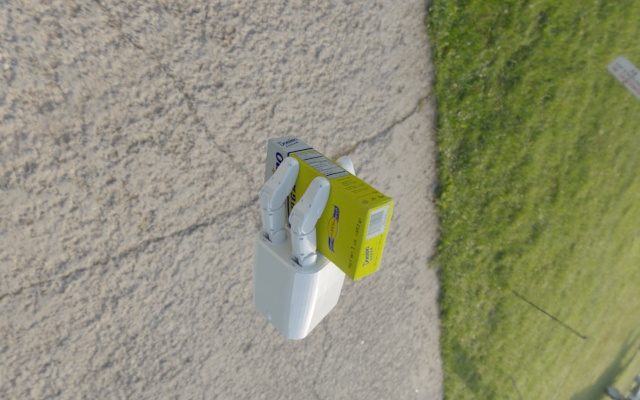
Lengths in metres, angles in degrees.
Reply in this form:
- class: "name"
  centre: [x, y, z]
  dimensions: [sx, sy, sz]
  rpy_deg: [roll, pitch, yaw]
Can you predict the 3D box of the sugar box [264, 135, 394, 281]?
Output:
- class: "sugar box"
  centre: [0.000, 0.002, 0.543]
  dimensions: [0.048, 0.093, 0.176]
  rpy_deg: [-18, 38, -39]
